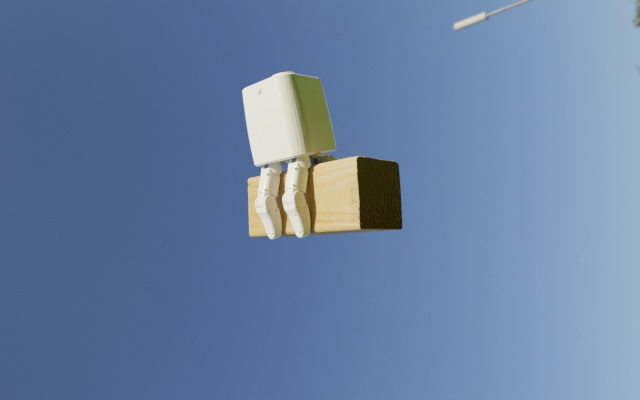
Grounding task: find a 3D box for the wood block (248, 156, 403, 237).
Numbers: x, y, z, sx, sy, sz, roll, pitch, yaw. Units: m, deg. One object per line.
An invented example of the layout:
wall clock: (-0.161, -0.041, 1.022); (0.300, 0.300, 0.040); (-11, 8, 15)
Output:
wood block: (0.000, 0.002, 0.657); (0.206, 0.090, 0.091); (-7, -7, 43)
